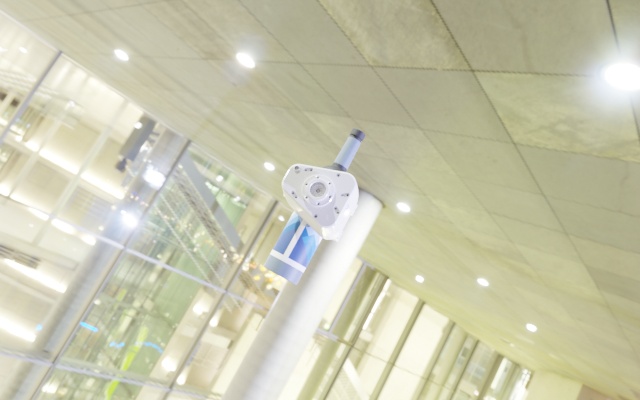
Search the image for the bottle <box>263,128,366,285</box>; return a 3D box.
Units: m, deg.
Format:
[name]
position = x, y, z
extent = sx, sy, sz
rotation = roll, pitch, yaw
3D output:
[bottle]
position = 0.000, 0.003, 0.848
extent = 0.069, 0.295, 0.069
rotation = 28, -9, 5
